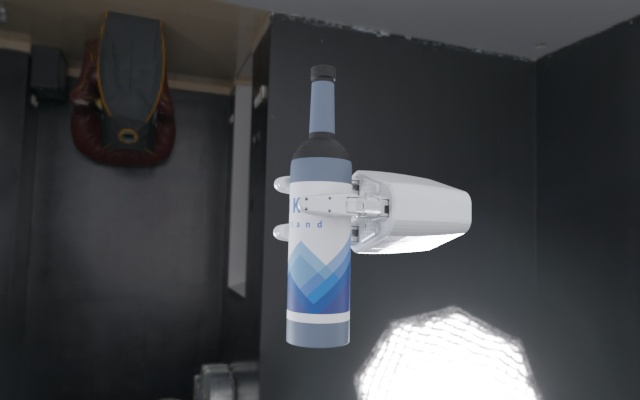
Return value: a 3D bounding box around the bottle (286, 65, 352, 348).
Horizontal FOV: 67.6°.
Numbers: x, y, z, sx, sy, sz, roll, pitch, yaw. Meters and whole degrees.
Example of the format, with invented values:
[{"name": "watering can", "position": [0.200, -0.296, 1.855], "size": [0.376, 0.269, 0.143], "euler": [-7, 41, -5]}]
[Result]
[{"name": "bottle", "position": [0.000, 0.002, 0.514], "size": [0.069, 0.295, 0.069], "euler": [1, -4, 0]}]
